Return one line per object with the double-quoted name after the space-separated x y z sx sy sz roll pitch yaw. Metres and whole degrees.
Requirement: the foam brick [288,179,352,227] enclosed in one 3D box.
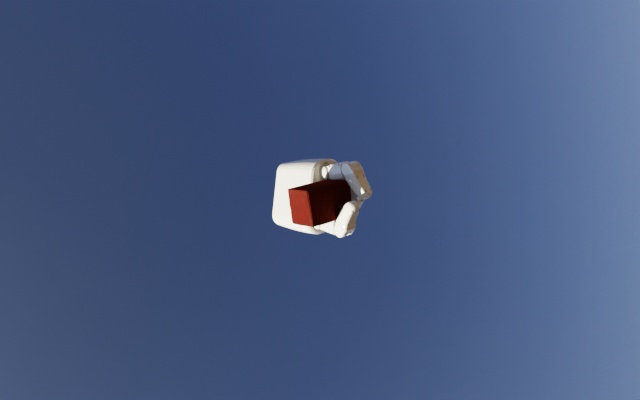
0.000 0.002 0.684 0.078 0.053 0.051 -15 13 -37 "foam brick"
